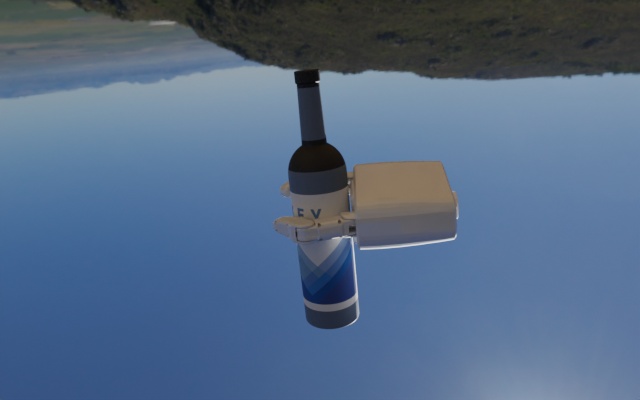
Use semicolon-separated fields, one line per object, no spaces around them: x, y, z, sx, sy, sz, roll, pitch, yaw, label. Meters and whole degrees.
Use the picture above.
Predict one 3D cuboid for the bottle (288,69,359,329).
0.000;0.002;0.549;0.069;0.296;0.069;-6;17;2;bottle
